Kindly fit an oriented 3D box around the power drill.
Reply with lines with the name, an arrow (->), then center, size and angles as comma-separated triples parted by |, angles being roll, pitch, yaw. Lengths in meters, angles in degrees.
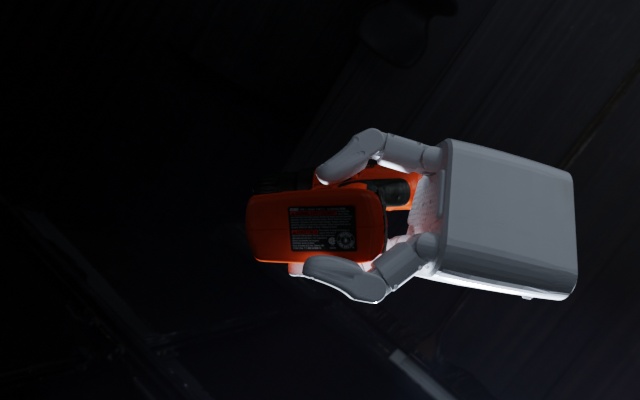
power drill -> 0.000, 0.002, 0.439 | 0.184, 0.057, 0.187 | -4, 12, 15
